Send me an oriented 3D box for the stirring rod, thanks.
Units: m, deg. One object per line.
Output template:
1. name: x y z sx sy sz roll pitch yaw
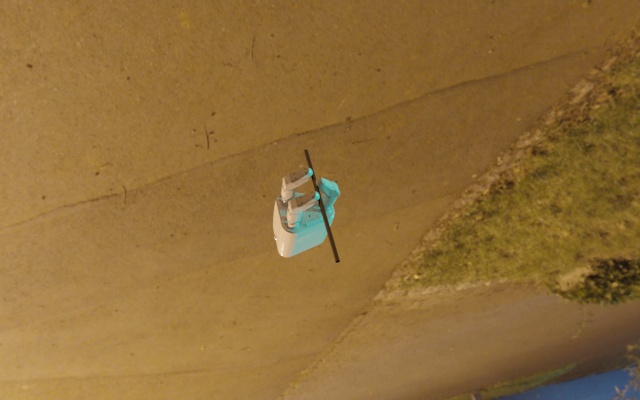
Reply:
1. stirring rod: 0.000 0.003 0.847 0.011 0.239 0.011 -11 -33 -7
